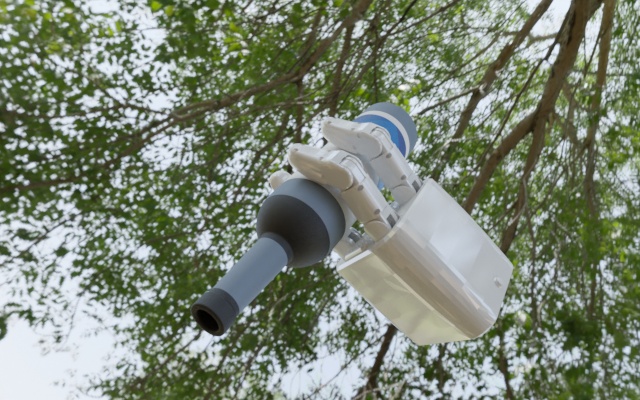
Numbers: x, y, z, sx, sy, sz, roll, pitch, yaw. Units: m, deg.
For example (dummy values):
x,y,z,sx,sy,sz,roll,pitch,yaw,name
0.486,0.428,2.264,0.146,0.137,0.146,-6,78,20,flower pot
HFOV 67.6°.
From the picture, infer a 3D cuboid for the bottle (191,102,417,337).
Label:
x,y,z,sx,sy,sz,roll,pitch,yaw,name
0.000,0.001,0.405,0.069,0.069,0.295,0,31,35,bottle
